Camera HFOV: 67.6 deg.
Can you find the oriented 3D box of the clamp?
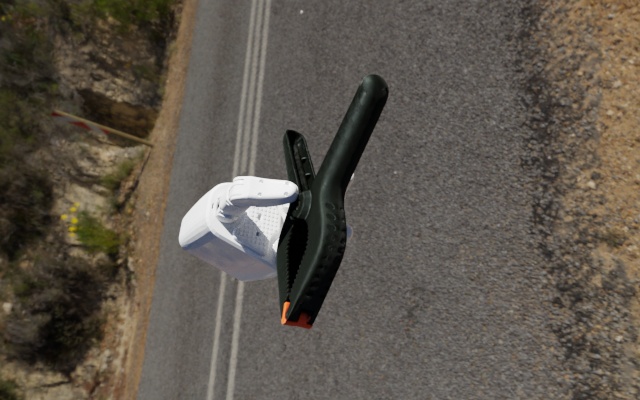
[{"bbox_3d":[-0.001,0.002,0.415,0.036,0.210,0.164,16,-24,-25],"label":"clamp"}]
